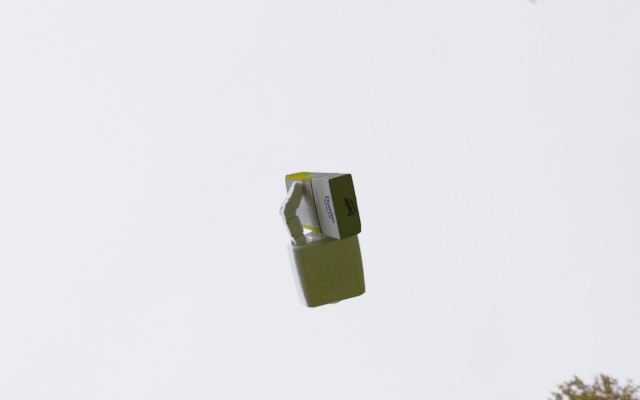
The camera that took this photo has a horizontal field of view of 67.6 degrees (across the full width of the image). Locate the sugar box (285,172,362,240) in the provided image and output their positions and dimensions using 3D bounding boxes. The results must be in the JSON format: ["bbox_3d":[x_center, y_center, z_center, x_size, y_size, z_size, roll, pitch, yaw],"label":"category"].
[{"bbox_3d":[0.001,0.002,0.761,0.048,0.093,0.176,-17,12,-26],"label":"sugar box"}]
